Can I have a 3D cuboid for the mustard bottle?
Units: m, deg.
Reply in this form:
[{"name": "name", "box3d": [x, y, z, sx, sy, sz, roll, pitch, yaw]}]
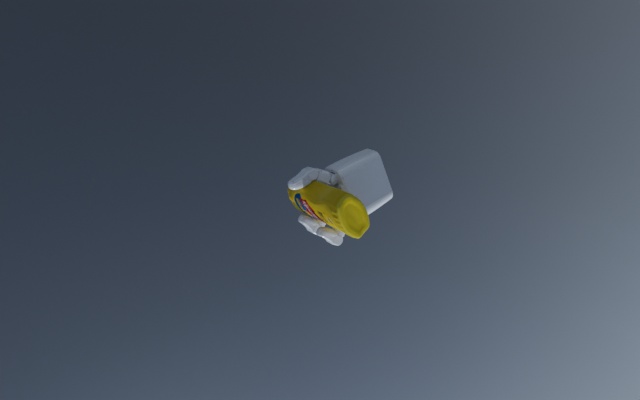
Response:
[{"name": "mustard bottle", "box3d": [0.000, 0.003, 0.878, 0.191, 0.058, 0.096, 24, -22, 48]}]
